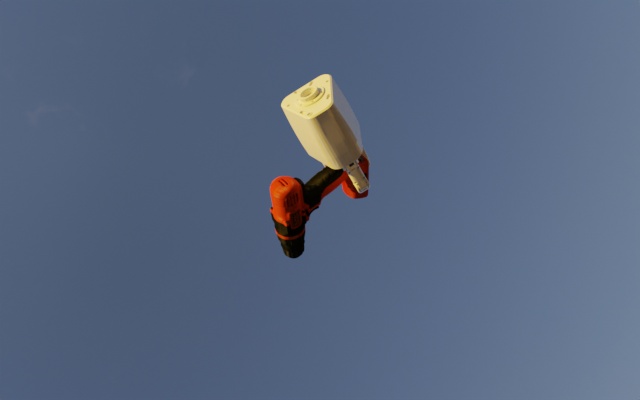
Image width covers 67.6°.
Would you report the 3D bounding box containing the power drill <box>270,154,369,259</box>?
[{"bbox_3d":[0.000,0.002,0.832,0.187,0.185,0.057,-34,54,-24],"label":"power drill"}]
